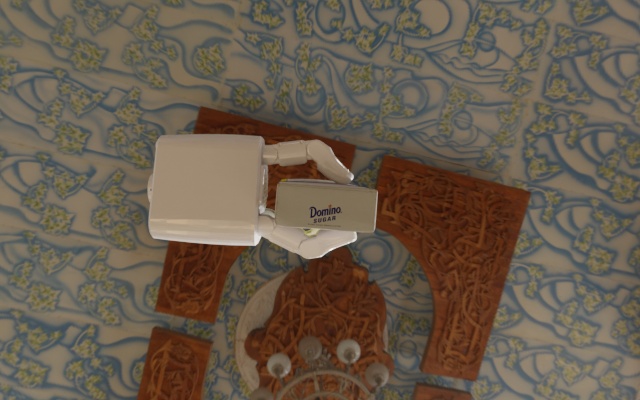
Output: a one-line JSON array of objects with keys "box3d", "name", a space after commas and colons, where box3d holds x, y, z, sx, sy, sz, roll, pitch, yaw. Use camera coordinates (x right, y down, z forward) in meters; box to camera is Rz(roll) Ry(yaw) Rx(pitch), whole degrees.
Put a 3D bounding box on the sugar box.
[{"box3d": [0.000, 0.002, 0.512, 0.093, 0.048, 0.176, 4, 6, -3], "name": "sugar box"}]
